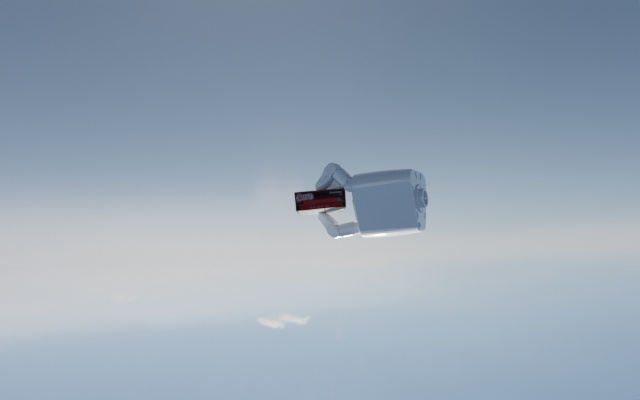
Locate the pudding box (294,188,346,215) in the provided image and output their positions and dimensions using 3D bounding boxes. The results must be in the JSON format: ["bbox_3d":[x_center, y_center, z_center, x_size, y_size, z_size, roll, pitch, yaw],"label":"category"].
[{"bbox_3d":[0.000,0.003,0.880,0.090,0.039,0.113,-4,-7,0],"label":"pudding box"}]
